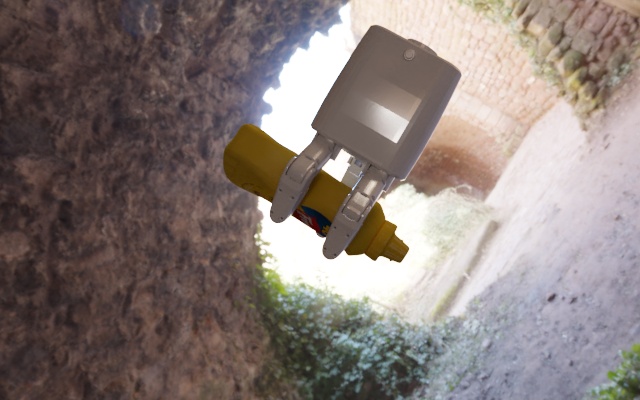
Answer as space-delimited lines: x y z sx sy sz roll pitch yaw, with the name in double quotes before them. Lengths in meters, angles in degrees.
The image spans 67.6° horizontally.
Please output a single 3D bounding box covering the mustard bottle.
"mustard bottle" 0.000 0.002 0.463 0.191 0.058 0.096 32 -15 9
